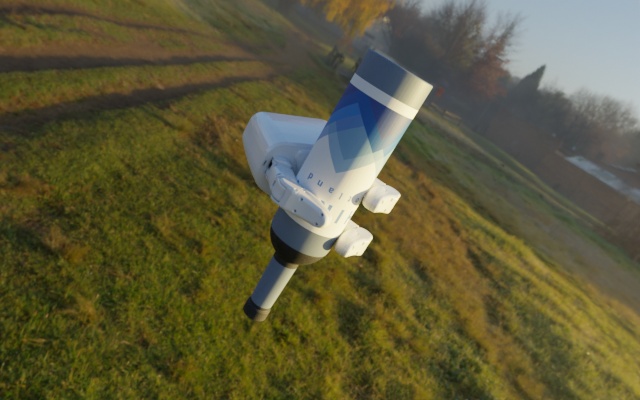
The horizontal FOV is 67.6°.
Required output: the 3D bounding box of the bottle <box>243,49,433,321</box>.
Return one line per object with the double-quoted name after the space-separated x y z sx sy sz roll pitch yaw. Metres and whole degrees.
0.000 0.001 0.470 0.069 0.296 0.069 28 18 -10 "bottle"
